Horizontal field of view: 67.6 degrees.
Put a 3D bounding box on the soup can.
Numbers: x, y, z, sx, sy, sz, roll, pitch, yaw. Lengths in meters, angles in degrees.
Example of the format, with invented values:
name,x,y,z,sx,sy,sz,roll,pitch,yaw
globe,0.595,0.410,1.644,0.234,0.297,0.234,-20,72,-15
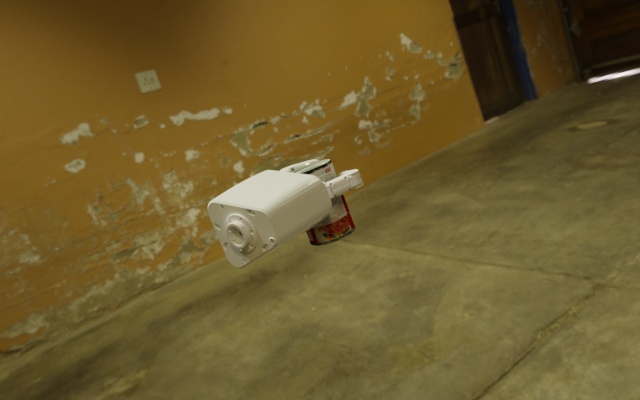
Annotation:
name,x,y,z,sx,sy,sz,roll,pitch,yaw
soup can,0.000,0.002,0.658,0.068,0.102,0.068,-20,11,4
